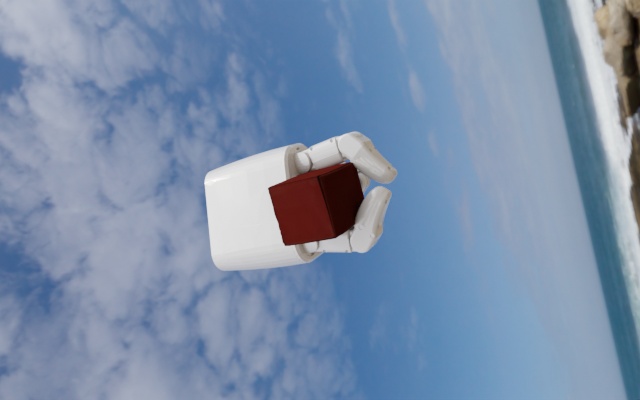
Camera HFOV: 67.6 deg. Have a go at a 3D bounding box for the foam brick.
[{"bbox_3d":[0.000,0.001,0.414,0.051,0.053,0.078,-11,8,27],"label":"foam brick"}]
